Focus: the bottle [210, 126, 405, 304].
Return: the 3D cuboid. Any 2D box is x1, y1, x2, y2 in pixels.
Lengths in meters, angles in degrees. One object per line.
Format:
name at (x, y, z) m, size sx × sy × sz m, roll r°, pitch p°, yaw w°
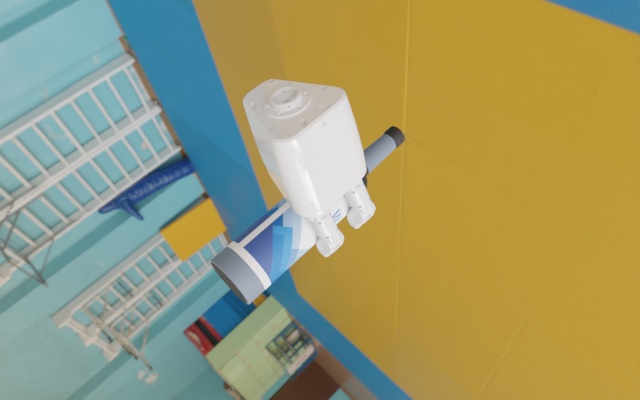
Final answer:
bottle at (0.000, 0.002, 0.590) m, size 0.295 × 0.069 × 0.069 m, roll -41°, pitch 17°, yaw -21°
